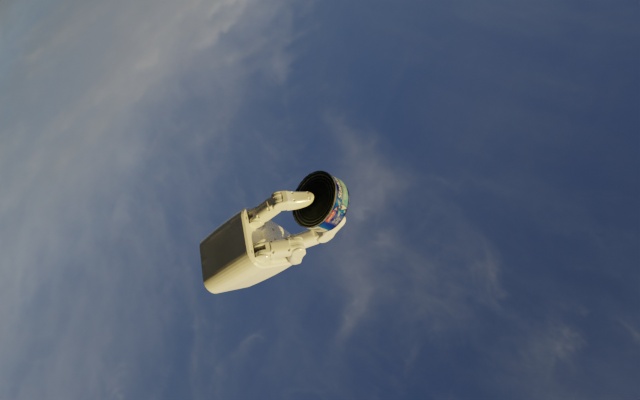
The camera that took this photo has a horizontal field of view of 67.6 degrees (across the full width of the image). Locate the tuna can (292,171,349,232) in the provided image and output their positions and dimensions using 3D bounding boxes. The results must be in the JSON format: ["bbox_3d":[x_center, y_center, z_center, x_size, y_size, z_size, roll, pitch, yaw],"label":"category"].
[{"bbox_3d":[0.001,0.002,0.693,0.086,0.086,0.034,0,-17,45],"label":"tuna can"}]
